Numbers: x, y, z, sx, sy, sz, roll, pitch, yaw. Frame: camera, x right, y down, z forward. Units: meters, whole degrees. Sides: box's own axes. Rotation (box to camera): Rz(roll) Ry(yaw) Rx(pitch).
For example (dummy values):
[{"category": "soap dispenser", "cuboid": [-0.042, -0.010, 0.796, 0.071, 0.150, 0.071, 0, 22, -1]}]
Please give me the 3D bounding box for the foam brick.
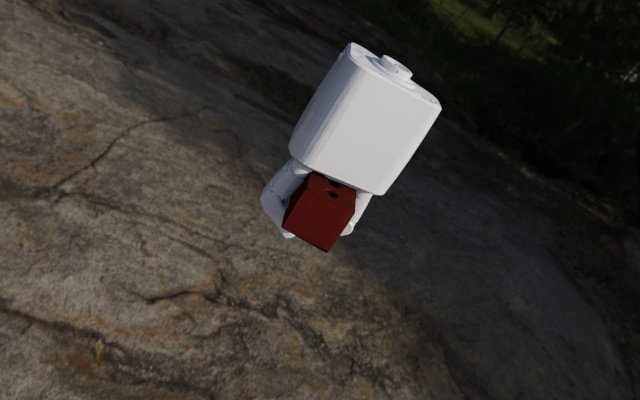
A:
[{"category": "foam brick", "cuboid": [0.000, 0.002, 0.470, 0.053, 0.051, 0.078, 29, 26, -10]}]
